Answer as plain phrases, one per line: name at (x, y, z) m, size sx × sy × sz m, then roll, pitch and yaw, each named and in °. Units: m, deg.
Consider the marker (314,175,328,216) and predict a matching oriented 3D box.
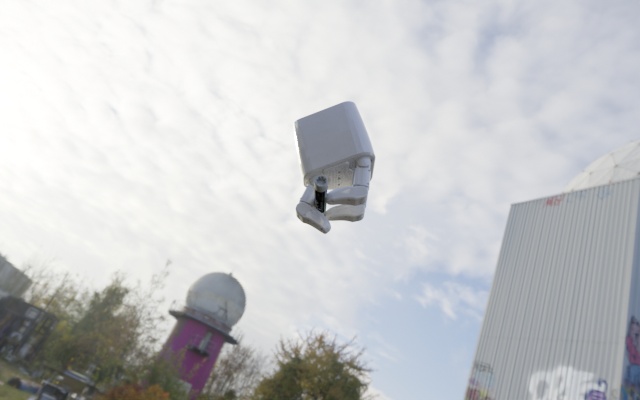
marker at (0.000, 0.002, 0.691) m, size 0.020 × 0.020 × 0.121 m, roll 0°, pitch -28°, yaw -1°
